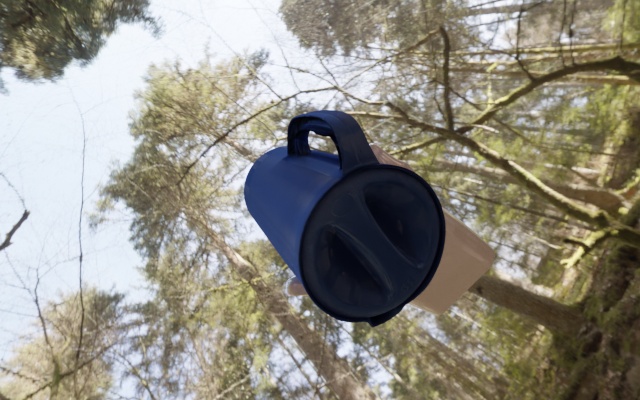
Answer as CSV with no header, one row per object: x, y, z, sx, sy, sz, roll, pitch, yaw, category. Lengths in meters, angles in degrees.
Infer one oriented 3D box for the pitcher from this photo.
0.000,0.002,0.480,0.145,0.149,0.242,29,1,-27,pitcher
